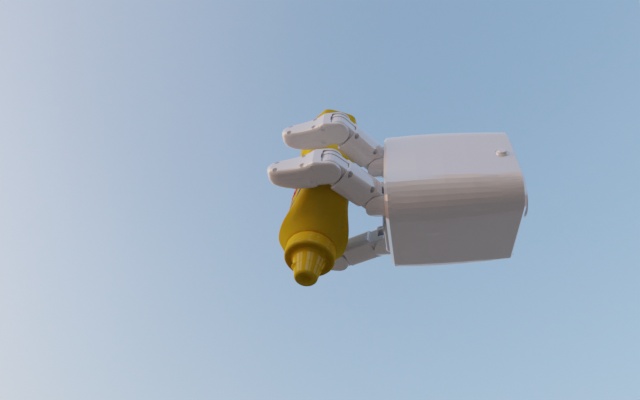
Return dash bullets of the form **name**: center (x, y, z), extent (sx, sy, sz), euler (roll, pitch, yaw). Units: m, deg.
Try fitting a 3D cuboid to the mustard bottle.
- **mustard bottle**: center (0.000, 0.001, 0.436), extent (0.058, 0.096, 0.191), euler (16, 38, -5)
